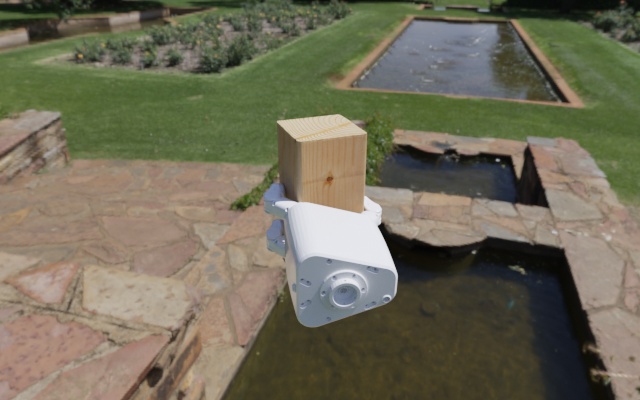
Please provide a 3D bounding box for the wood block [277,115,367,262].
[{"bbox_3d":[0.001,0.002,0.631,0.091,0.206,0.090,-9,28,-19],"label":"wood block"}]
